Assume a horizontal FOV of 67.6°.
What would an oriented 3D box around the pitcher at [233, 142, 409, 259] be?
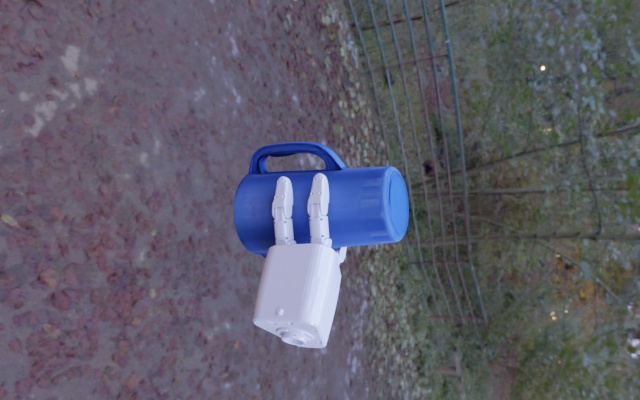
[{"bbox_3d":[0.000,0.003,0.715,0.243,0.145,0.149,-5,-37,26],"label":"pitcher"}]
